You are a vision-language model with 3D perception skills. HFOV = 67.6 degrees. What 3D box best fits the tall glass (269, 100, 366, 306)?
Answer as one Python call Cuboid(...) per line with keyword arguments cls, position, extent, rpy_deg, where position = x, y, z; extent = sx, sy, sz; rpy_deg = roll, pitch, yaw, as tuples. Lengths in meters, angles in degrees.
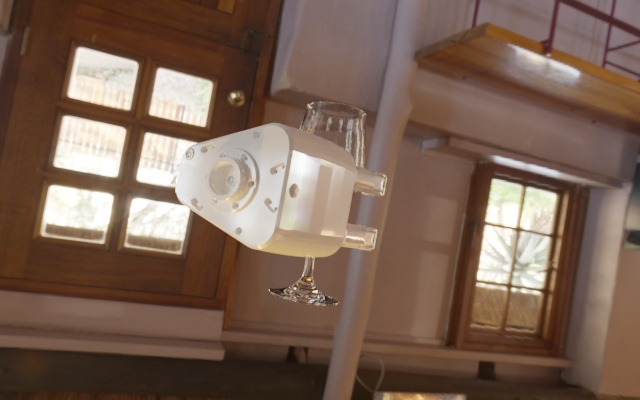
Cuboid(cls="tall glass", position=(0.000, 0.002, 0.497), extent=(0.079, 0.201, 0.079), rpy_deg=(10, -2, 0))
